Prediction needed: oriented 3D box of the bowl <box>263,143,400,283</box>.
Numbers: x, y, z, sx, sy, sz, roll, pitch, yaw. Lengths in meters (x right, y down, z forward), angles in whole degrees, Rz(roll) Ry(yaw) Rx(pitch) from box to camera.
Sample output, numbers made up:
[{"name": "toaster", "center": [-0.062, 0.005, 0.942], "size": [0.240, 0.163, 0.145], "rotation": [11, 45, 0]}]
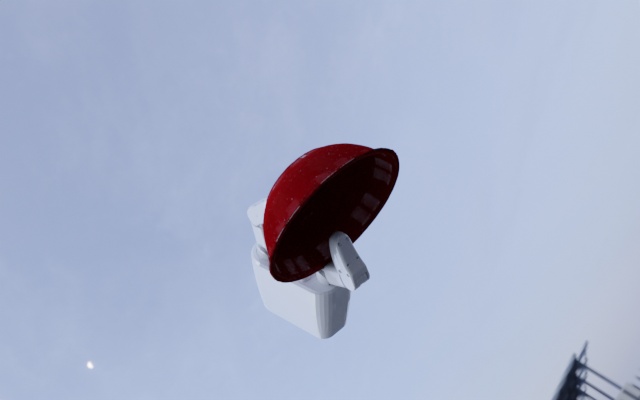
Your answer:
[{"name": "bowl", "center": [0.000, 0.000, 0.454], "size": [0.055, 0.162, 0.162], "rotation": [44, 21, 24]}]
